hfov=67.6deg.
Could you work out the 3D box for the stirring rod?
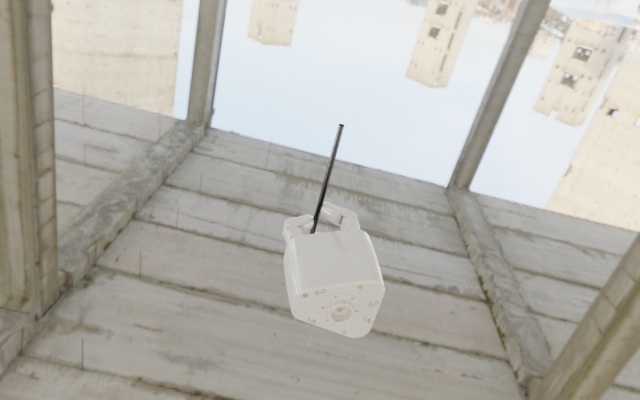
[{"bbox_3d":[0.000,0.002,0.691,0.011,0.240,0.011,12,28,-6],"label":"stirring rod"}]
